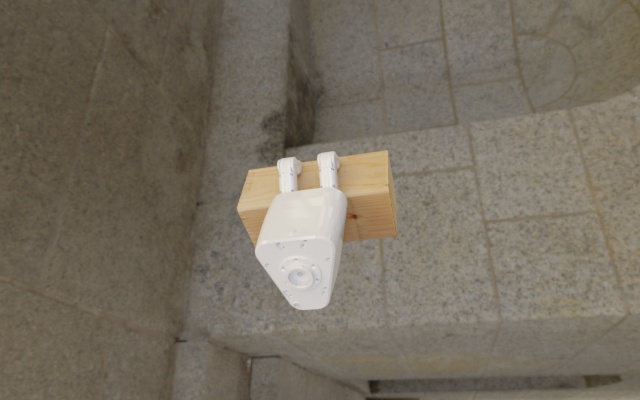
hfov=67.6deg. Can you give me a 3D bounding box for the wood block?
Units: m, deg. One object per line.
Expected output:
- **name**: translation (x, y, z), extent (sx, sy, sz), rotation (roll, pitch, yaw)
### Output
- **wood block**: translation (0.000, 0.003, 0.681), extent (0.206, 0.091, 0.090), rotation (-7, 41, 13)
